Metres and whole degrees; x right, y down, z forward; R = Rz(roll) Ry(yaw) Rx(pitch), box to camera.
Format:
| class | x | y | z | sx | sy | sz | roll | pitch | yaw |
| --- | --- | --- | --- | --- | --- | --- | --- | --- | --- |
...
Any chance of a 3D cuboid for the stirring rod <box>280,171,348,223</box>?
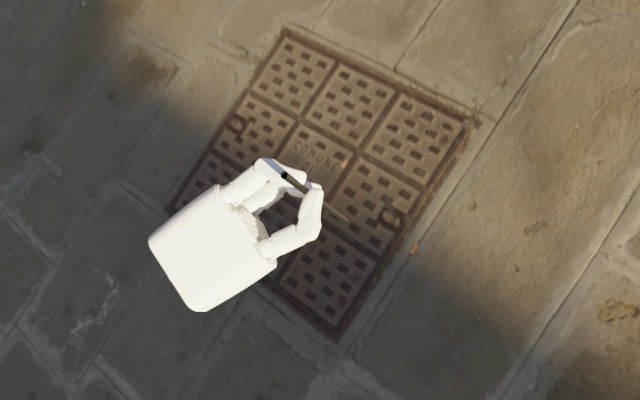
| class | x | y | z | sx | sy | sz | roll | pitch | yaw |
| --- | --- | --- | --- | --- | --- | --- | --- | --- | --- |
| stirring rod | 0.000 | 0.002 | 0.592 | 0.011 | 0.011 | 0.239 | 0 | -13 | 18 |
